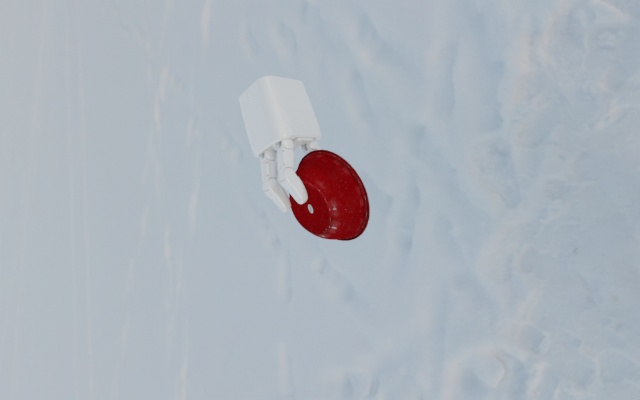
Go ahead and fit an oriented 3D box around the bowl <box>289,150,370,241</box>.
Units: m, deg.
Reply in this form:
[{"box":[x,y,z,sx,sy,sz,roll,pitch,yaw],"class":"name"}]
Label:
[{"box":[0.001,0.004,0.770,0.162,0.162,0.055,0,22,47],"class":"bowl"}]
